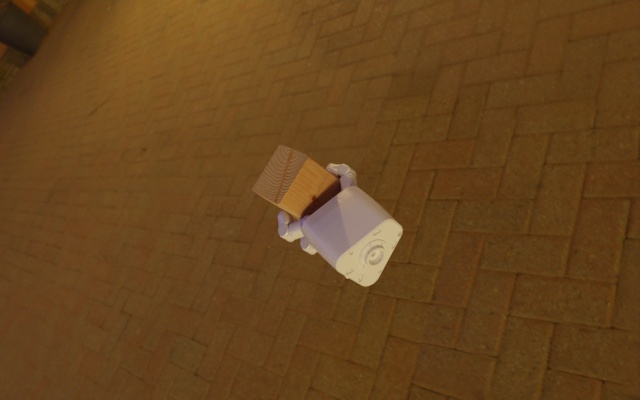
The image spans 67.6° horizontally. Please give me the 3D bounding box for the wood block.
[{"bbox_3d":[0.000,0.002,0.813,0.206,0.091,0.090,35,-6,-40],"label":"wood block"}]
